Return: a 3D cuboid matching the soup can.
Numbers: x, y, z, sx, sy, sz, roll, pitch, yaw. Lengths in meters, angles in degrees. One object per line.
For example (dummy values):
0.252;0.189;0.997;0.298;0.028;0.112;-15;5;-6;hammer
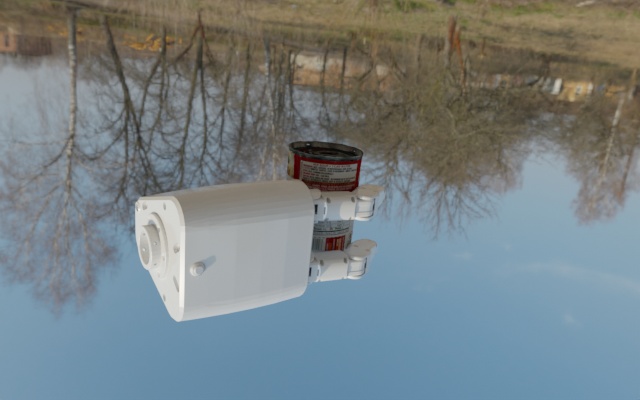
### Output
0.000;0.002;0.443;0.068;0.102;0.068;5;17;-2;soup can
